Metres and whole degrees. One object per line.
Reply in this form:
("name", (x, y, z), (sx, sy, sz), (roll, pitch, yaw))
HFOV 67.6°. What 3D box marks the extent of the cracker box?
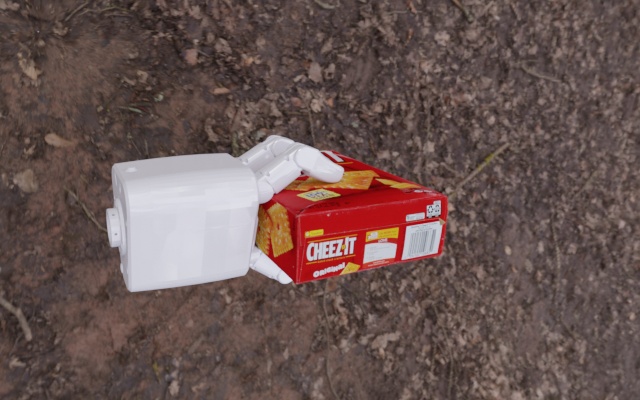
("cracker box", (0.000, 0.002, 0.506), (0.164, 0.072, 0.213), (-7, 20, -28))
